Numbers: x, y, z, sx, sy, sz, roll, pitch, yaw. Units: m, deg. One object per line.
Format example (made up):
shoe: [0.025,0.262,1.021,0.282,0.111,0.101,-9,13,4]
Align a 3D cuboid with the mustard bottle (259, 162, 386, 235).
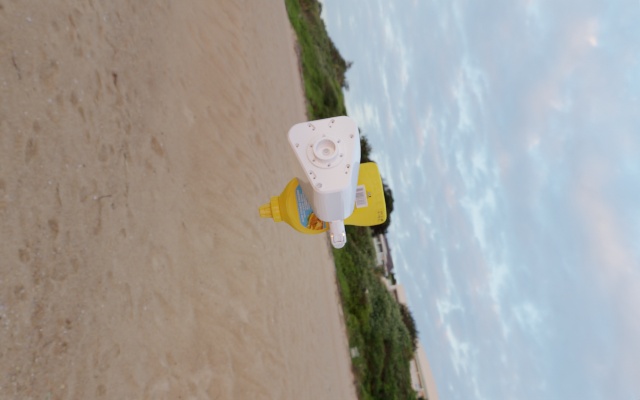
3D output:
mustard bottle: [0.000,0.002,0.740,0.191,0.096,0.058,-9,4,0]
